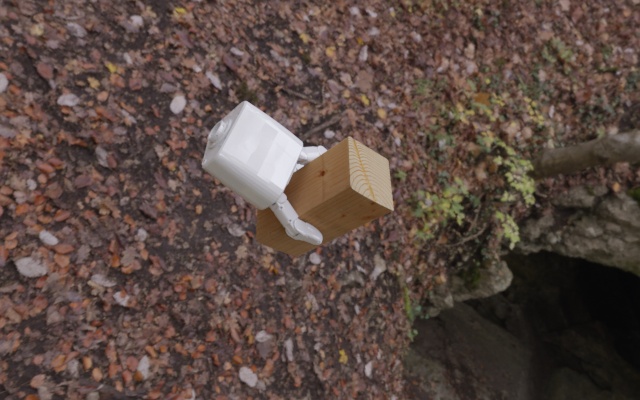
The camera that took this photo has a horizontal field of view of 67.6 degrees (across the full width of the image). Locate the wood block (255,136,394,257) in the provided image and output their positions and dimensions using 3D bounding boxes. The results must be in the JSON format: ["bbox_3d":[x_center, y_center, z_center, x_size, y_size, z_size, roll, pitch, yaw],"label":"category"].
[{"bbox_3d":[0.000,0.002,0.728,0.090,0.090,0.206,26,-40,-36],"label":"wood block"}]
